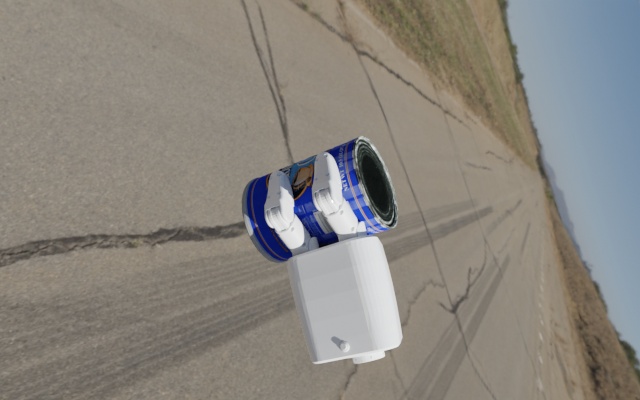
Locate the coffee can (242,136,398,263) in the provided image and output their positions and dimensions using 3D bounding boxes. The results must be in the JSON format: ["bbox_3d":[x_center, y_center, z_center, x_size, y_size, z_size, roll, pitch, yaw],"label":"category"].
[{"bbox_3d":[0.000,0.002,0.526,0.140,0.103,0.103,-20,-8,24],"label":"coffee can"}]
